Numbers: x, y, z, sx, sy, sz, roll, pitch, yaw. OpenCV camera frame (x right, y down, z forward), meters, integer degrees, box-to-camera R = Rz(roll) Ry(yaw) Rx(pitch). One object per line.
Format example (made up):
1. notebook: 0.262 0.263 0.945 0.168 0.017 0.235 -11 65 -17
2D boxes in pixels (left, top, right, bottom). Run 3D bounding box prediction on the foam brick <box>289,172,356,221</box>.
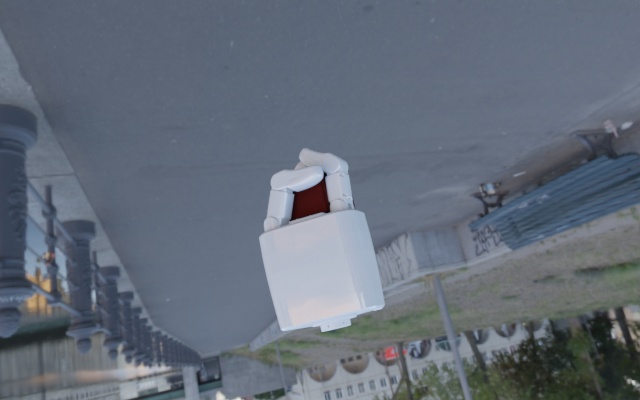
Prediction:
1. foam brick: 0.000 0.002 0.563 0.053 0.051 0.078 -22 -18 26
